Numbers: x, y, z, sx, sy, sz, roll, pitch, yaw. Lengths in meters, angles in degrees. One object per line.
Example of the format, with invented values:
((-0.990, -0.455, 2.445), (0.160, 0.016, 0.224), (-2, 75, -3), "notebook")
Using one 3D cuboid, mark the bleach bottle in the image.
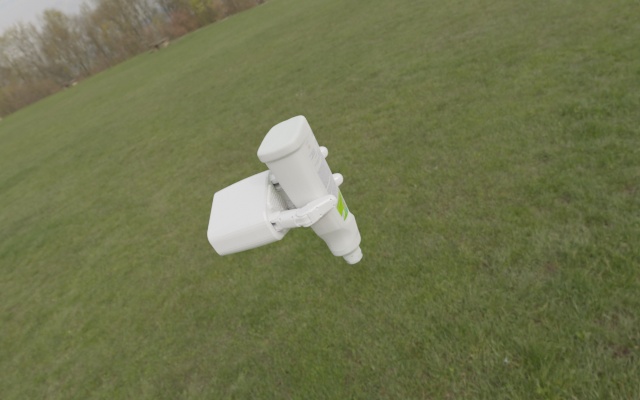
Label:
((0.000, 0.002, 0.725), (0.068, 0.251, 0.102), (-18, 29, 21), "bleach bottle")
